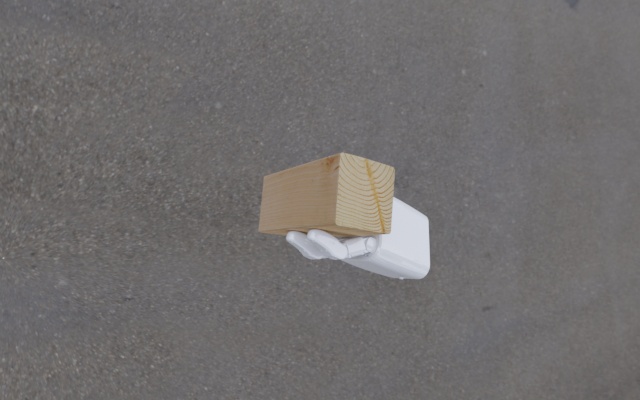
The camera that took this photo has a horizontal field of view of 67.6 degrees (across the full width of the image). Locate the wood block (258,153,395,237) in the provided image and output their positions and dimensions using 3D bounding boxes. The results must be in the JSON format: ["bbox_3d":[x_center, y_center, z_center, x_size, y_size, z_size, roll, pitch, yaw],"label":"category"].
[{"bbox_3d":[0.001,0.002,0.672,0.090,0.091,0.206,12,-12,-32],"label":"wood block"}]
